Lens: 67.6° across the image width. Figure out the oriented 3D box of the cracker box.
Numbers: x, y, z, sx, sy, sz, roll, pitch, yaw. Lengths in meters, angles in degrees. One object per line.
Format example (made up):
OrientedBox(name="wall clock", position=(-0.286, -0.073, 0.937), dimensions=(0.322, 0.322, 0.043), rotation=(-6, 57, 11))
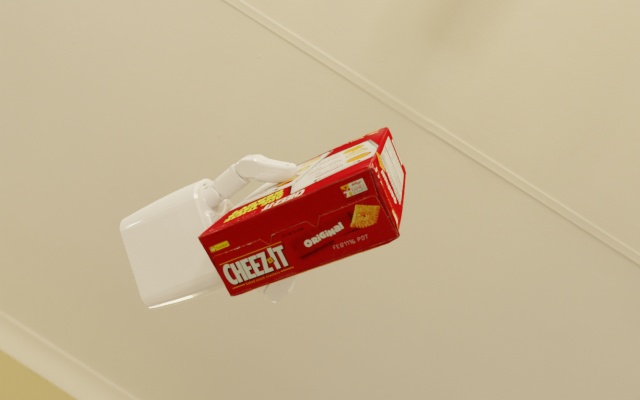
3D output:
OrientedBox(name="cracker box", position=(0.000, 0.001, 0.487), dimensions=(0.164, 0.072, 0.213), rotation=(-22, 11, 17))
